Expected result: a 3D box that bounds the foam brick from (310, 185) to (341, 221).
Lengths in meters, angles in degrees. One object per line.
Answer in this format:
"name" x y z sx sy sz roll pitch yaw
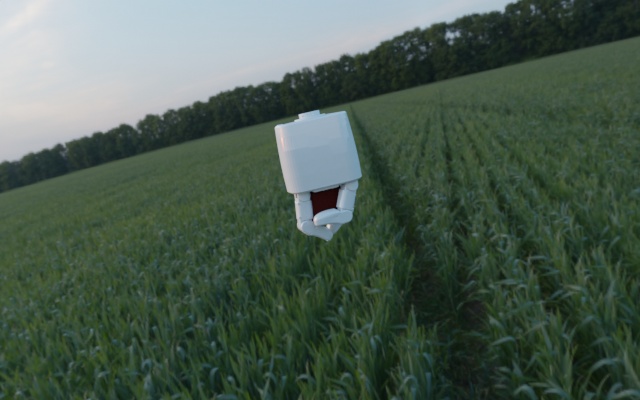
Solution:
"foam brick" 0.000 0.003 0.780 0.053 0.051 0.078 -17 12 -20
